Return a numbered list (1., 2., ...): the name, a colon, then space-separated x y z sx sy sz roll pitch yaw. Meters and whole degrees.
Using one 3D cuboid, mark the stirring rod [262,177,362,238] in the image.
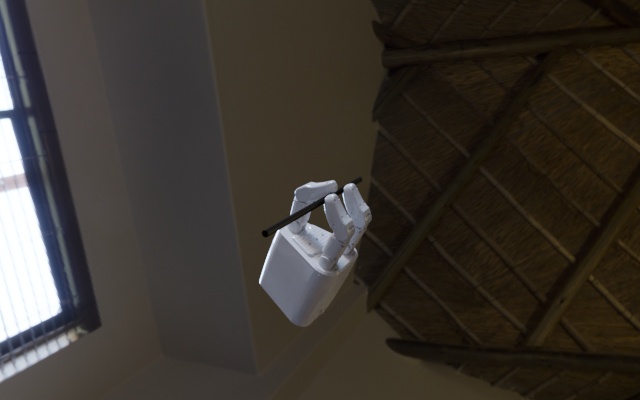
1. stirring rod: 0.000 0.002 0.591 0.011 0.011 0.239 0 16 30
